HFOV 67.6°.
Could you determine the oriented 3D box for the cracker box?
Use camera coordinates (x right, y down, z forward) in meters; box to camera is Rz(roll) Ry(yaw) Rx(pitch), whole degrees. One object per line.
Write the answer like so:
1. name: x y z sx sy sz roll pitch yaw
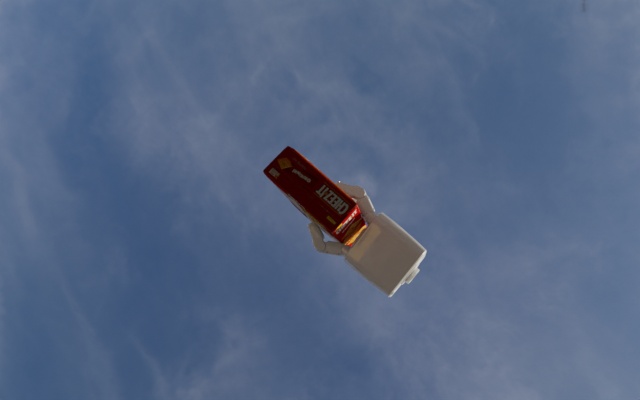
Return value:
1. cracker box: 0.000 0.003 0.882 0.164 0.072 0.214 41 -4 16
